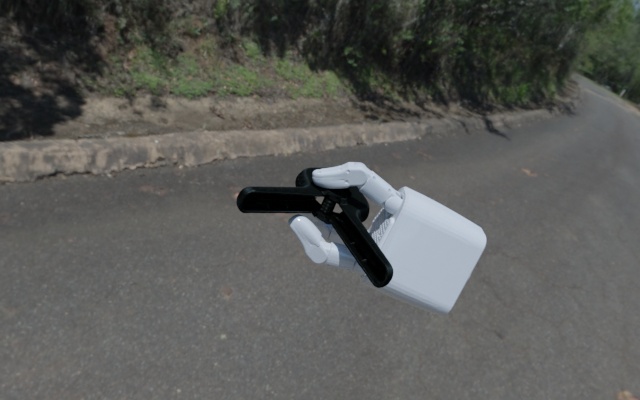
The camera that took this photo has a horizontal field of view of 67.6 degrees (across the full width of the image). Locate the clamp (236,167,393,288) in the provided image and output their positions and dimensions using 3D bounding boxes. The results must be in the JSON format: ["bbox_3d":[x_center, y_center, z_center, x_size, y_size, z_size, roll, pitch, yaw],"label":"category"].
[{"bbox_3d":[0.001,0.001,0.528,0.164,0.036,0.210,28,22,-8],"label":"clamp"}]
